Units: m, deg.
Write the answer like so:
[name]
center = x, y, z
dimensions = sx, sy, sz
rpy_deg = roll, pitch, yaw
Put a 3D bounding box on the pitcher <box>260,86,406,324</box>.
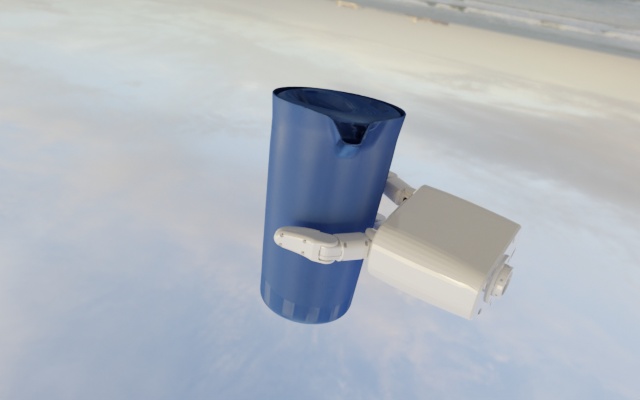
[pitcher]
center = 0.000, 0.002, 0.523
dimensions = 0.145, 0.243, 0.149
rpy_deg = 23, 26, 29
